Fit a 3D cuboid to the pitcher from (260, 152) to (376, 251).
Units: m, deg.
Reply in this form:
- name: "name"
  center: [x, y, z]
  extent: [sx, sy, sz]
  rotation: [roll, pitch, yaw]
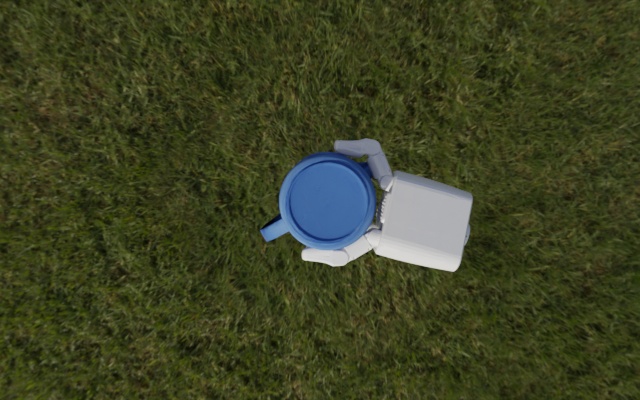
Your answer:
- name: "pitcher"
  center: [0.000, 0.002, 0.637]
  extent: [0.145, 0.149, 0.243]
  rotation: [15, 3, 0]
